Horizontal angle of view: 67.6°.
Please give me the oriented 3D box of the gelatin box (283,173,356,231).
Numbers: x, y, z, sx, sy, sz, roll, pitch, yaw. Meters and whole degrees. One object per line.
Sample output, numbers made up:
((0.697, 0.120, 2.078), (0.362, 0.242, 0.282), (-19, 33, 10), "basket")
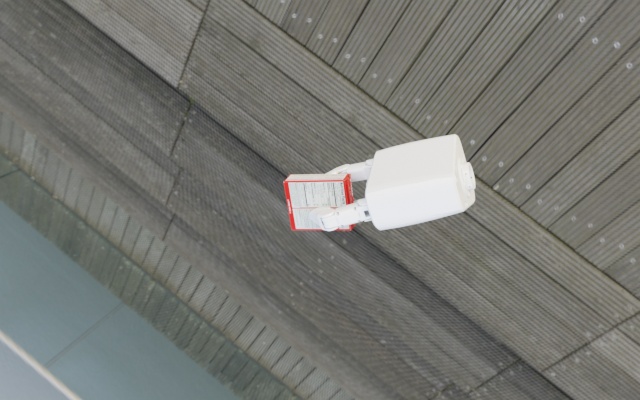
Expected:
((0.000, 0.002, 0.641), (0.089, 0.073, 0.030), (-1, 23, 18), "gelatin box")
